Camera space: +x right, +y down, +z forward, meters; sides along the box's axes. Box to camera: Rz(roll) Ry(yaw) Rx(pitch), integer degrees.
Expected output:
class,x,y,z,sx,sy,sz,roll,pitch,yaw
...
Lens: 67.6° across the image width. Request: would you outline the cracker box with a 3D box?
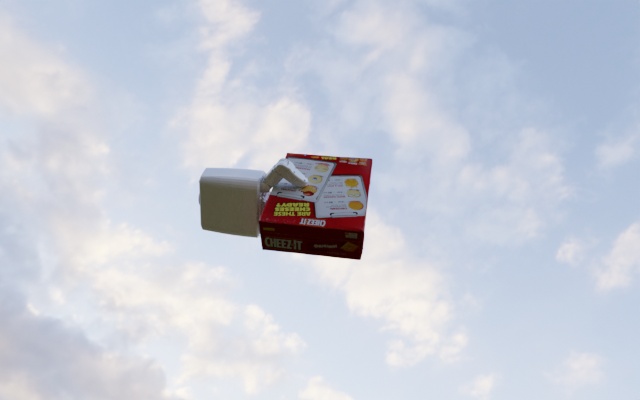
class,x,y,z,sx,sy,sz,roll,pitch,yaw
cracker box,0.000,0.002,0.821,0.164,0.072,0.213,5,37,7
